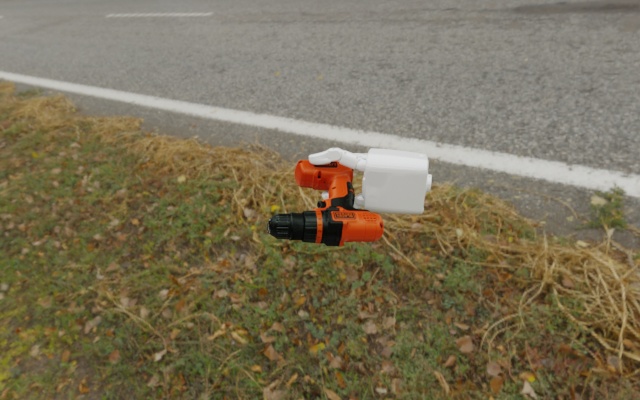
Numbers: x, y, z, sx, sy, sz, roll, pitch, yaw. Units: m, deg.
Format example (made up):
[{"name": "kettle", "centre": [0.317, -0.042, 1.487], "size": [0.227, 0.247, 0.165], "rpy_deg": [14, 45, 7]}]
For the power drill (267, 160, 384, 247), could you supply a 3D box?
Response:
[{"name": "power drill", "centre": [0.000, 0.002, 0.806], "size": [0.184, 0.057, 0.187], "rpy_deg": [3, 37, -11]}]
